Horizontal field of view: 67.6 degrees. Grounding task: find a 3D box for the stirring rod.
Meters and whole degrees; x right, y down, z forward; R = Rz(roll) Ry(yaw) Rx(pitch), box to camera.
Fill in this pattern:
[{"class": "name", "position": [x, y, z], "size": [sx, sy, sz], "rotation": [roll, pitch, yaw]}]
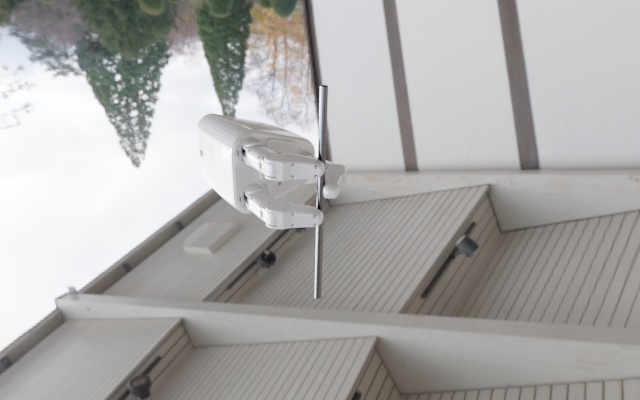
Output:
[{"class": "stirring rod", "position": [0.000, 0.002, 0.498], "size": [0.011, 0.240, 0.011], "rotation": [1, 25, -1]}]
